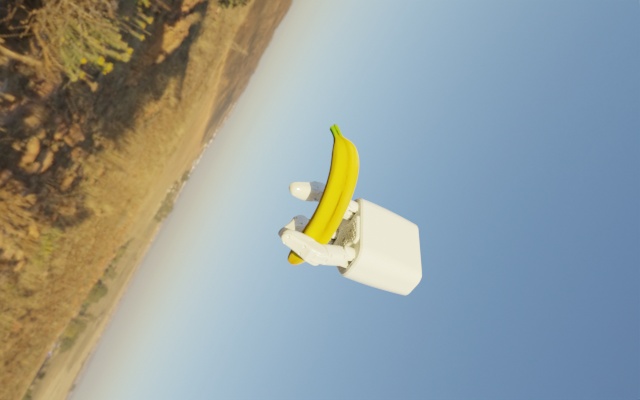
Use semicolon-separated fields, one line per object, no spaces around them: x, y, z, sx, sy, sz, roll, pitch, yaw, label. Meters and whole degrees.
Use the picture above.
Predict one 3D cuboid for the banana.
0.008;0.004;0.618;0.037;0.198;0.069;16;10;-27;banana
